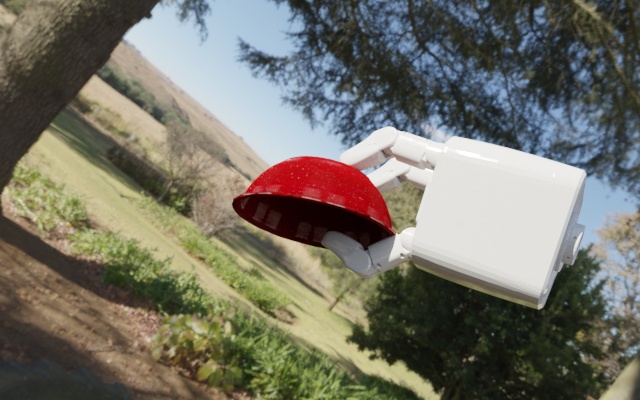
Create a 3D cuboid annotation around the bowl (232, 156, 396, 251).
[{"bbox_3d":[-0.001,0.001,0.462,0.162,0.055,0.162,12,-18,4],"label":"bowl"}]
